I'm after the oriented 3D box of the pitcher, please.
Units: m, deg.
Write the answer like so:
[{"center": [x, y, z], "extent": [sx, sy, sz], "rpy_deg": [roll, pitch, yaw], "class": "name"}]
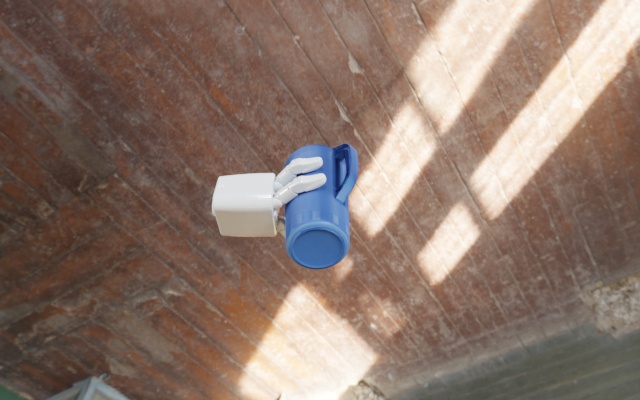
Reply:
[{"center": [0.000, 0.003, 0.885], "extent": [0.145, 0.149, 0.242], "rpy_deg": [-2, 36, 0], "class": "pitcher"}]
